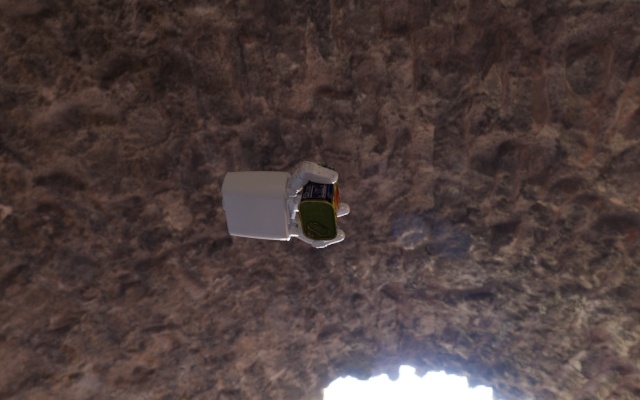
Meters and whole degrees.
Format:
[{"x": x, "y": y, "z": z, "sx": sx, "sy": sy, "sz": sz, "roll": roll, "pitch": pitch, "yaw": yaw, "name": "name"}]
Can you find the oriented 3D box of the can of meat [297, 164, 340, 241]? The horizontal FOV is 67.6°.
[{"x": 0.000, "y": 0.002, "z": 0.784, "sx": 0.057, "sy": 0.084, "sz": 0.102, "roll": 1, "pitch": -40, "yaw": 8, "name": "can of meat"}]
